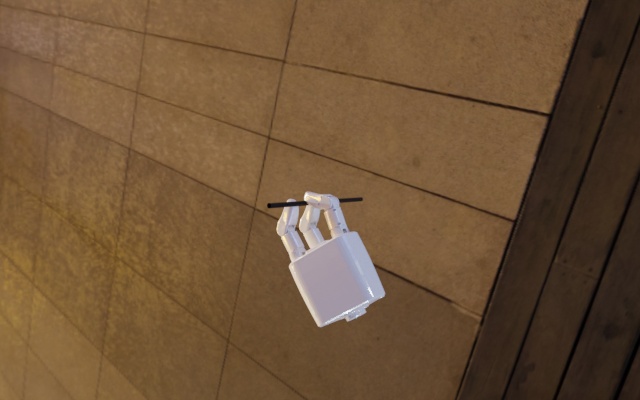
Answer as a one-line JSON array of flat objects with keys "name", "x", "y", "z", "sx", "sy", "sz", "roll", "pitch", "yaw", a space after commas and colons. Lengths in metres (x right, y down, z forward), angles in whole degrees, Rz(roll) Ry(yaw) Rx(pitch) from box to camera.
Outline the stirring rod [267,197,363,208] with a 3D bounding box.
[{"name": "stirring rod", "x": 0.000, "y": 0.003, "z": 0.787, "sx": 0.011, "sy": 0.011, "sz": 0.239, "roll": 0, "pitch": 2, "yaw": 39}]
